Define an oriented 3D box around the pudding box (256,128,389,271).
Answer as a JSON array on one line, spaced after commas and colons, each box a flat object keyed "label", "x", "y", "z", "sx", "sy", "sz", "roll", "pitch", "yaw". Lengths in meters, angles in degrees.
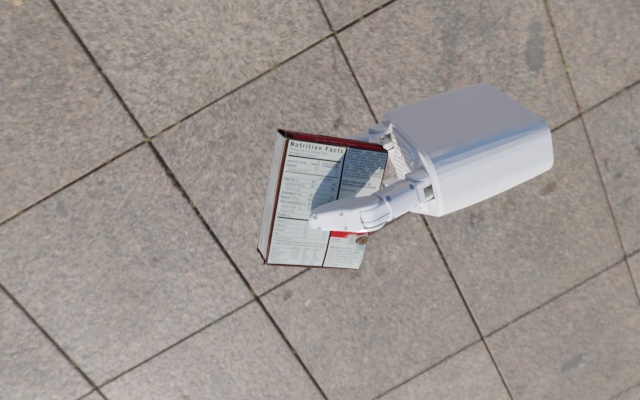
[{"label": "pudding box", "x": 0.000, "y": 0.001, "z": 0.404, "sx": 0.090, "sy": 0.113, "sz": 0.039, "roll": 6, "pitch": 15, "yaw": -18}]
